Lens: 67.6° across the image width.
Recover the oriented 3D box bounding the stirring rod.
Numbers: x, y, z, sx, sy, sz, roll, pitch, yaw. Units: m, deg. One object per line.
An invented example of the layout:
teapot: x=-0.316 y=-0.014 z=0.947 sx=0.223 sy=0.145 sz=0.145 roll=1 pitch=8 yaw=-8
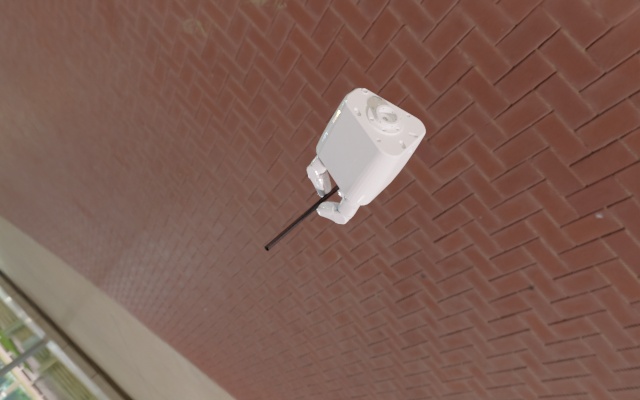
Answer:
stirring rod: x=0.000 y=0.002 z=0.718 sx=0.011 sy=0.011 sz=0.239 roll=0 pitch=31 yaw=46
